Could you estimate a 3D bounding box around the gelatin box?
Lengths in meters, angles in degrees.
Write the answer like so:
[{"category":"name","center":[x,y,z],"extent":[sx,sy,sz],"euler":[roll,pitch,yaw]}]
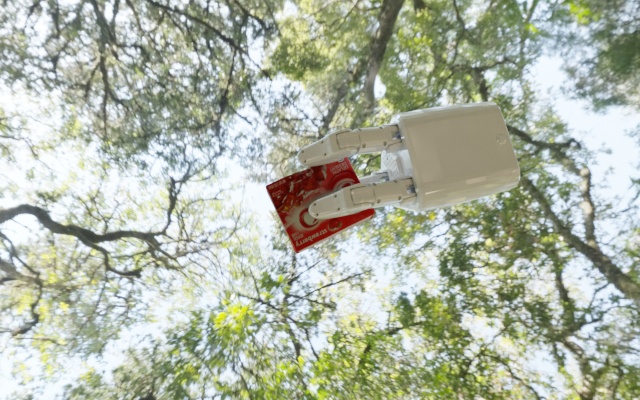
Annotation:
[{"category":"gelatin box","center":[0.000,0.002,0.478],"extent":[0.089,0.073,0.030],"euler":[-25,-9,-6]}]
